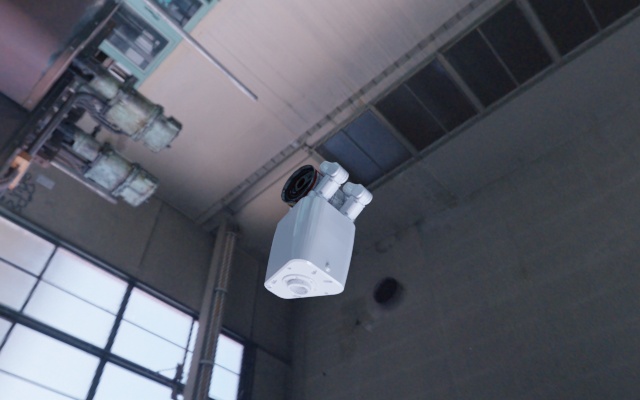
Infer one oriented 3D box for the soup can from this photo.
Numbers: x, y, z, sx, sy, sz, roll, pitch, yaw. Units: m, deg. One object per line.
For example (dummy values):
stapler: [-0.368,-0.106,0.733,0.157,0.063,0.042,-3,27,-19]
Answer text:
soup can: [0.000,0.002,0.723,0.102,0.068,0.068,39,-22,-30]
